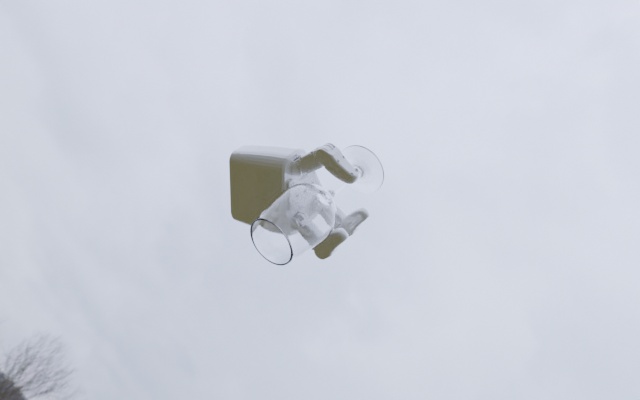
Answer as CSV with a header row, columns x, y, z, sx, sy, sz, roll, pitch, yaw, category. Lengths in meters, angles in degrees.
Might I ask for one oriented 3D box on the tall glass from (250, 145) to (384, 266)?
x,y,z,sx,sy,sz,roll,pitch,yaw,category
0.001,0.002,0.604,0.079,0.079,0.201,0,27,39,tall glass
